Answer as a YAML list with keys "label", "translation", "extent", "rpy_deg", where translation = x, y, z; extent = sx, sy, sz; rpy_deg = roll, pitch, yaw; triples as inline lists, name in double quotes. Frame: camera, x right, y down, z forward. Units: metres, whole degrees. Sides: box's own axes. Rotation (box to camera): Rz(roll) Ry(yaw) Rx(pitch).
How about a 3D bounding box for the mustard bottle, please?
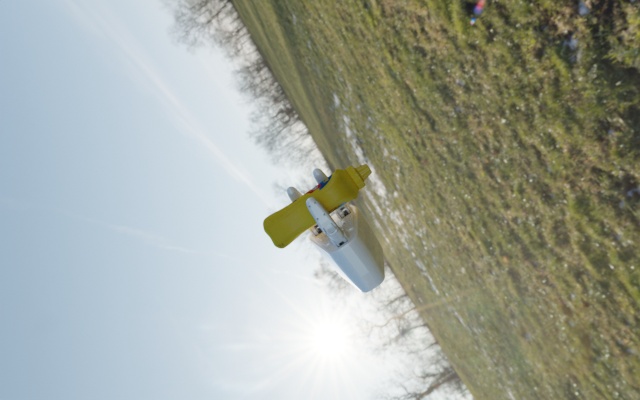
- label: "mustard bottle"
  translation: [0.000, 0.002, 0.772]
  extent: [0.191, 0.058, 0.096]
  rpy_deg: [-34, 1, 4]
